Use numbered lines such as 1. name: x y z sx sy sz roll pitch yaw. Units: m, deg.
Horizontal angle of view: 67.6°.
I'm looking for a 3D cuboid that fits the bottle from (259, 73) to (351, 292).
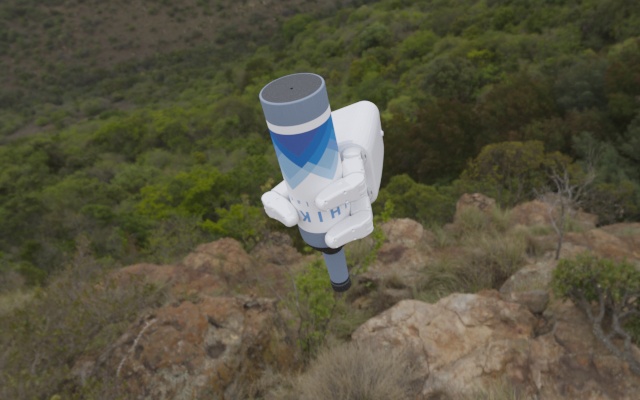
1. bottle: 0.000 0.002 0.561 0.069 0.296 0.069 -9 38 7
